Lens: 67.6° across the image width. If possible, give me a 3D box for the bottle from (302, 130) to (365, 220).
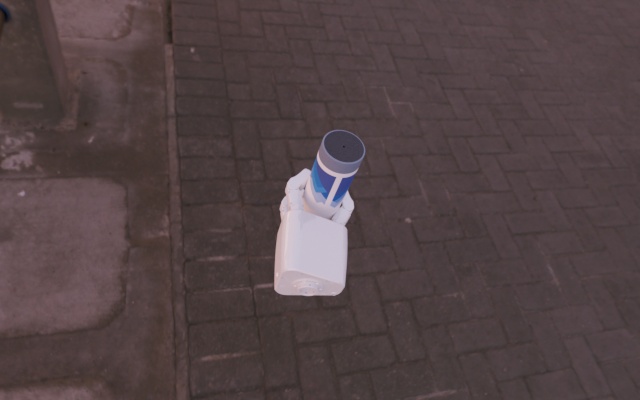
[{"bbox_3d":[0.000,0.002,0.823,0.069,0.069,0.296,0,-34,-17],"label":"bottle"}]
